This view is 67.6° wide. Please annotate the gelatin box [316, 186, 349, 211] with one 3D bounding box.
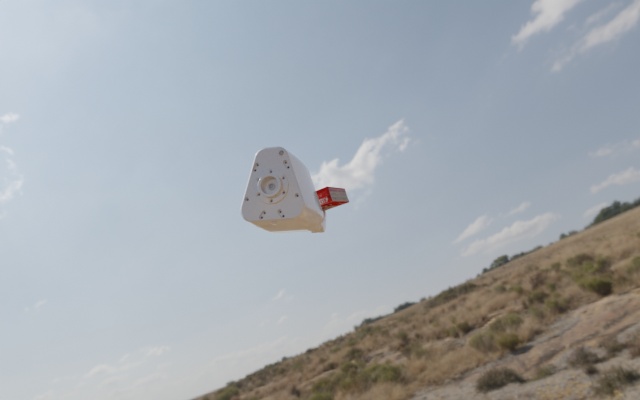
[{"bbox_3d":[0.000,0.002,0.827,0.073,0.030,0.089,-21,-8,21],"label":"gelatin box"}]
